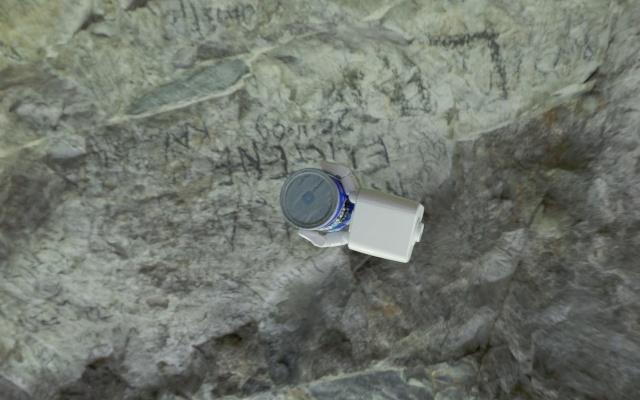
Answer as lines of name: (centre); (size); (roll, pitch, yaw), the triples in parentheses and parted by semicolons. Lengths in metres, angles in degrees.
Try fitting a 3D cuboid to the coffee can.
coffee can: (0.000, 0.003, 0.852); (0.103, 0.103, 0.140); (0, -5, 17)
